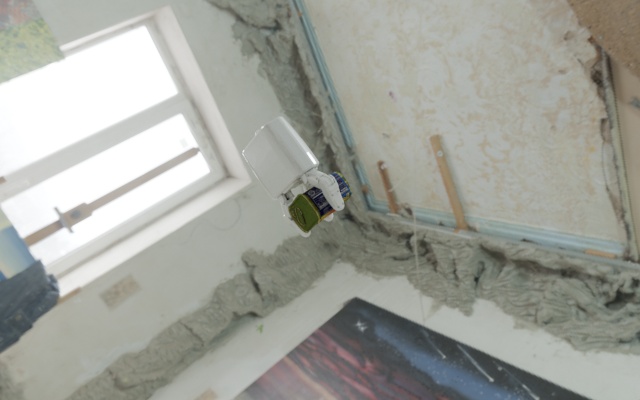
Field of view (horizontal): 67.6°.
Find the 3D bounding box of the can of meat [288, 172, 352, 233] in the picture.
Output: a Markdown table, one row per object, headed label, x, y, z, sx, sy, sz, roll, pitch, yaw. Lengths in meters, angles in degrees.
| label | x | y | z | sx | sy | sz | roll | pitch | yaw |
| --- | --- | --- | --- | --- | --- | --- | --- | --- | --- |
| can of meat | 0.000 | 0.003 | 0.835 | 0.084 | 0.057 | 0.102 | -35 | -6 | -25 |
